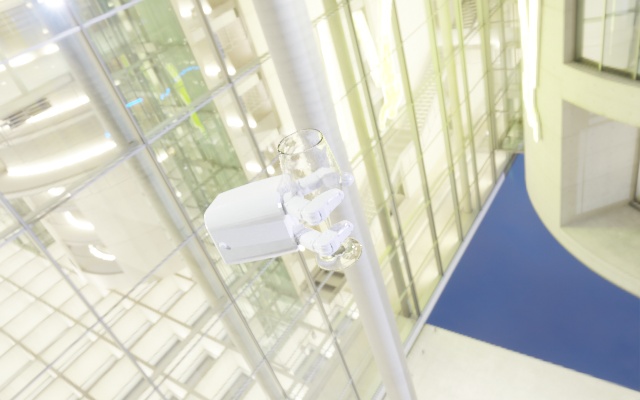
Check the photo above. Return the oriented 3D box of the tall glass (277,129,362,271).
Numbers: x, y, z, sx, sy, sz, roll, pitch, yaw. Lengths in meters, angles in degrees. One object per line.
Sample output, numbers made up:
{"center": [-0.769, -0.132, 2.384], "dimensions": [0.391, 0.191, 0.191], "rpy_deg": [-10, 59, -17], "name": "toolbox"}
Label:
{"center": [0.000, 0.003, 0.666], "dimensions": [0.079, 0.201, 0.079], "rpy_deg": [-12, 35, 9], "name": "tall glass"}
